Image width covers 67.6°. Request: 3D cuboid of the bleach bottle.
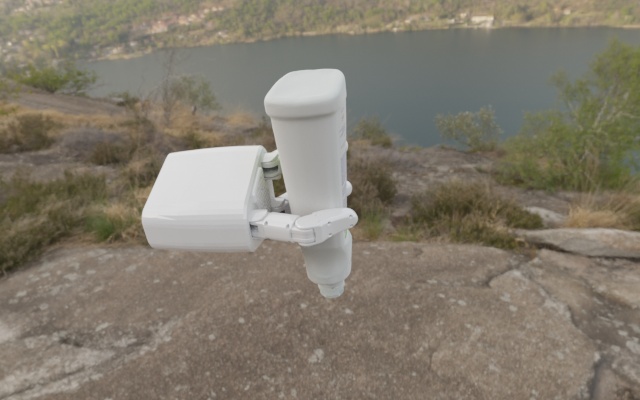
[{"bbox_3d":[0.000,0.002,0.492,0.068,0.251,0.102,0,30,10],"label":"bleach bottle"}]
